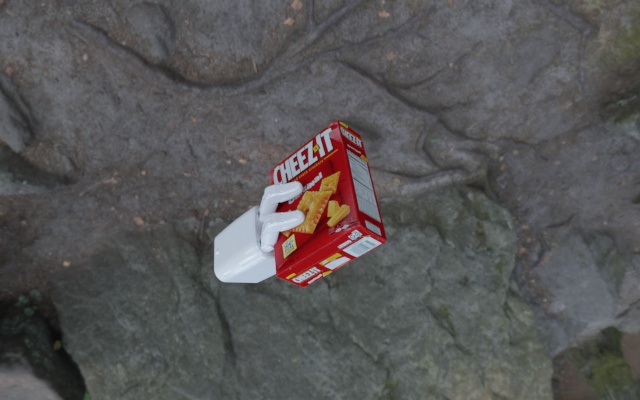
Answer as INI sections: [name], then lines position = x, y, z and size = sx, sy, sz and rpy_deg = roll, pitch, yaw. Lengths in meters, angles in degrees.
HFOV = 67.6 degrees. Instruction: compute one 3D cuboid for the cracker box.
[cracker box]
position = 0.000, 0.003, 0.744
size = 0.164, 0.213, 0.072
rpy_deg = -33, -44, 28
